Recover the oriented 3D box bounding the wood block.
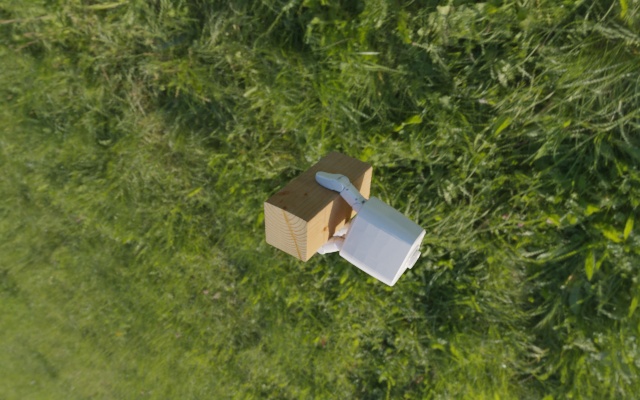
[{"bbox_3d":[0.000,0.003,0.853,0.090,0.091,0.206,24,41,26],"label":"wood block"}]
